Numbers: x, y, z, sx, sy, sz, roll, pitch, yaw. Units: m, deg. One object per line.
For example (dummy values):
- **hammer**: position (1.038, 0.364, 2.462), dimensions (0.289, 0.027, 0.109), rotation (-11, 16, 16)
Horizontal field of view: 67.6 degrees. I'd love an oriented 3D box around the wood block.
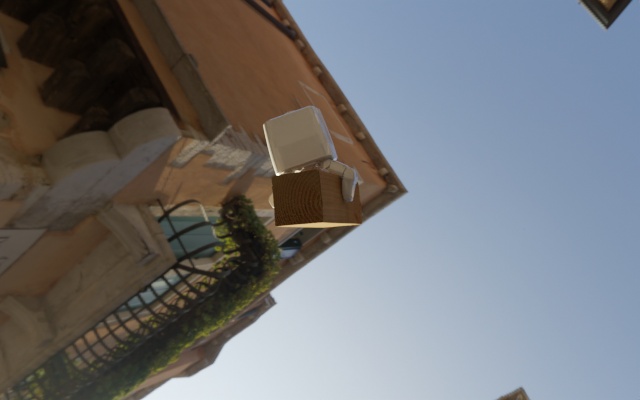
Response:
- **wood block**: position (0.000, 0.002, 0.883), dimensions (0.091, 0.090, 0.206), rotation (-7, -6, 23)
